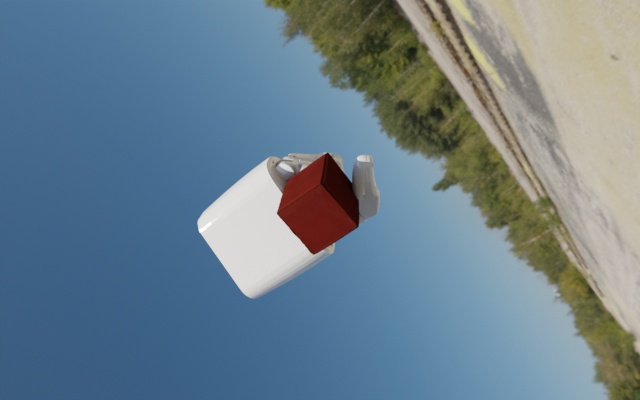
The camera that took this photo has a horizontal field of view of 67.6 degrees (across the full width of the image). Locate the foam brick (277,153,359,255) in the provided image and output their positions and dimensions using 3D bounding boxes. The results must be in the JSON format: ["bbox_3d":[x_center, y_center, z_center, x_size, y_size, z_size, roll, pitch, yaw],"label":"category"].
[{"bbox_3d":[0.000,0.001,0.436,0.051,0.053,0.078,-34,18,17],"label":"foam brick"}]
